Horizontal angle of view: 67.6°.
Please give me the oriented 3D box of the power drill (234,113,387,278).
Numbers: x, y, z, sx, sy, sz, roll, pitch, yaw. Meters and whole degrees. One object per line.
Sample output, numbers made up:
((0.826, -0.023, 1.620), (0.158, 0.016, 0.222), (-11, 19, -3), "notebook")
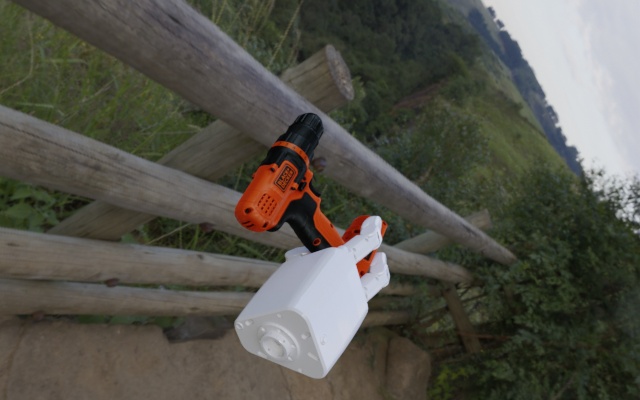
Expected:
((0.000, 0.002, 0.608), (0.188, 0.184, 0.057), (43, -33, -20), "power drill")
